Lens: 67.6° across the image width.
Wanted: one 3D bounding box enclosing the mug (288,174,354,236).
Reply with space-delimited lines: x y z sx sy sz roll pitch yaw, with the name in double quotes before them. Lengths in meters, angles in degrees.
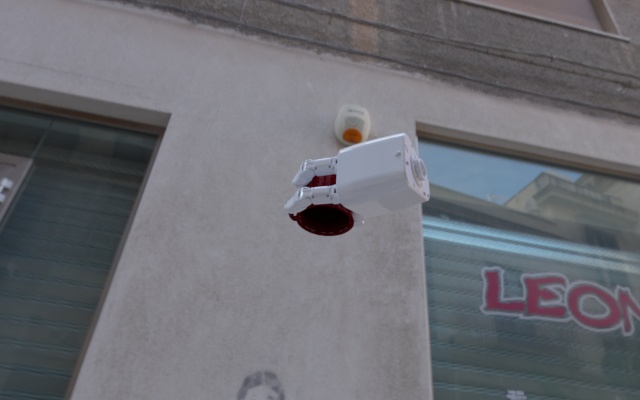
"mug" -0.001 0.003 0.784 0.117 0.081 0.093 -13 -39 26
